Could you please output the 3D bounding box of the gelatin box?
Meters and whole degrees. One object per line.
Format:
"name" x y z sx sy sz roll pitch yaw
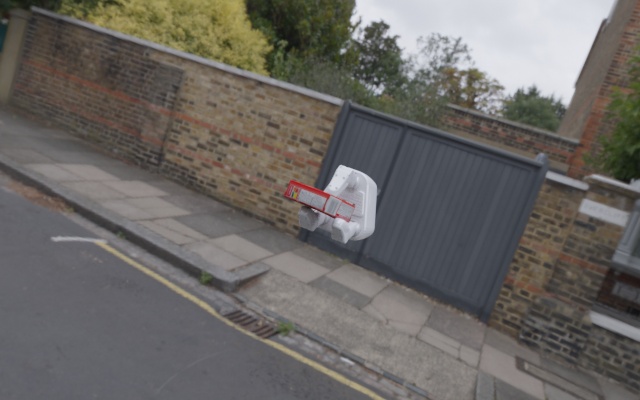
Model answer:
"gelatin box" 0.000 0.002 0.708 0.073 0.030 0.089 22 -1 30
